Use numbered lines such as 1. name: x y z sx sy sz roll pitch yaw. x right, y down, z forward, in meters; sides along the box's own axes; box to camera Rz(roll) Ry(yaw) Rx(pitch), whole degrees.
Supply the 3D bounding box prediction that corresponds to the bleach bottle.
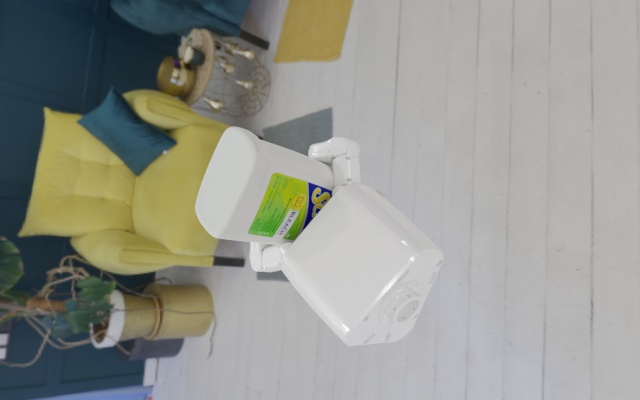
1. bleach bottle: 0.000 0.002 0.510 0.251 0.102 0.068 11 23 -44
